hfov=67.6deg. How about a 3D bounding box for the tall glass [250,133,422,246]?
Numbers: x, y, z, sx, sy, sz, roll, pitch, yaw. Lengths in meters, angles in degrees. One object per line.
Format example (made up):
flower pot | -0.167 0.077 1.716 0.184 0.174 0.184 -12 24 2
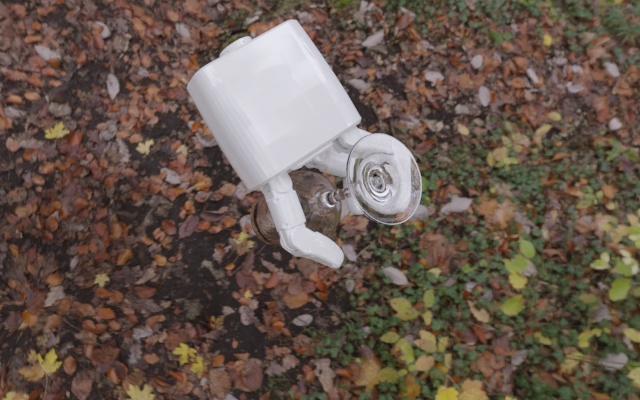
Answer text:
tall glass | 0.000 0.002 0.455 0.079 0.079 0.201 0 -11 -32
